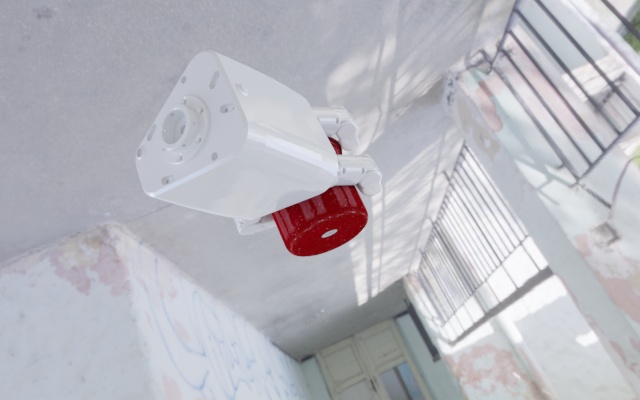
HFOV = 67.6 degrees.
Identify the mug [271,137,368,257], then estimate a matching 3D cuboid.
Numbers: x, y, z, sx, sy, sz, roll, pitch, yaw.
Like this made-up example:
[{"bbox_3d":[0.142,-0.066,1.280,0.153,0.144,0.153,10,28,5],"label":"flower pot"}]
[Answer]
[{"bbox_3d":[0.001,0.002,0.460,0.093,0.081,0.117,-37,-28,24],"label":"mug"}]
